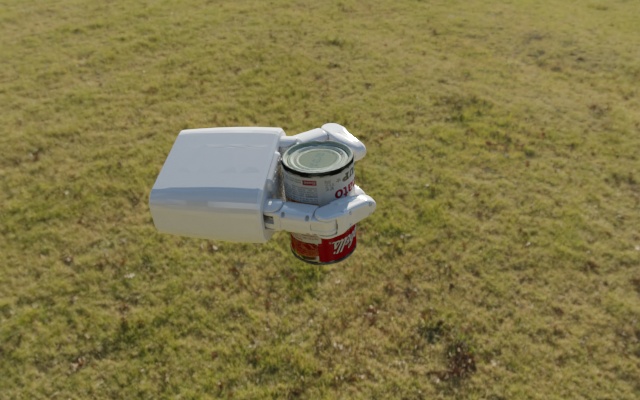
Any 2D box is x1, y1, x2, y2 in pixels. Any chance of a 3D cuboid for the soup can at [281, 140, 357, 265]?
[{"bbox_3d":[0.001,0.001,0.458,0.068,0.102,0.068,-3,33,2],"label":"soup can"}]
